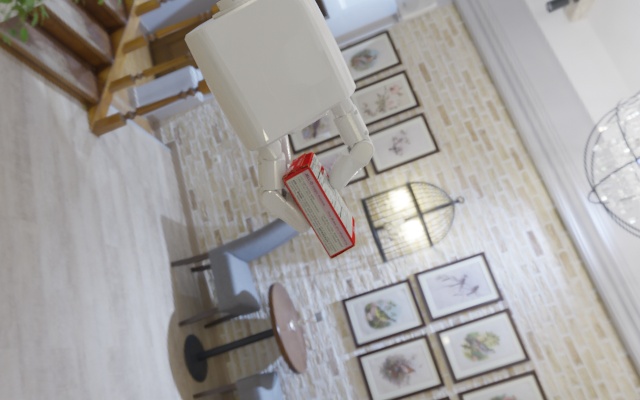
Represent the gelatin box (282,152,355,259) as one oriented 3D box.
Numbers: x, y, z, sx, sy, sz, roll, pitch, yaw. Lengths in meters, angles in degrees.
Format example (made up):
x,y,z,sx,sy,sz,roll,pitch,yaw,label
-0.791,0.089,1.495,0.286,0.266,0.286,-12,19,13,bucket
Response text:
x,y,z,sx,sy,sz,roll,pitch,yaw,label
0.001,0.002,0.457,0.030,0.089,0.073,-29,12,10,gelatin box
